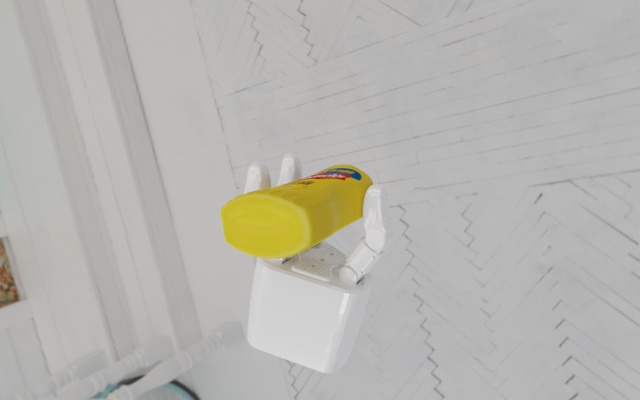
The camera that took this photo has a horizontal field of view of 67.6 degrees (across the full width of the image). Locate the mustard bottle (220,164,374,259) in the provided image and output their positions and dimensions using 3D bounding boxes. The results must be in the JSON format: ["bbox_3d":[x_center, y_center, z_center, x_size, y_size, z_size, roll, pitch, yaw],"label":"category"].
[{"bbox_3d":[0.000,0.001,0.469,0.096,0.058,0.191,-3,11,33],"label":"mustard bottle"}]
